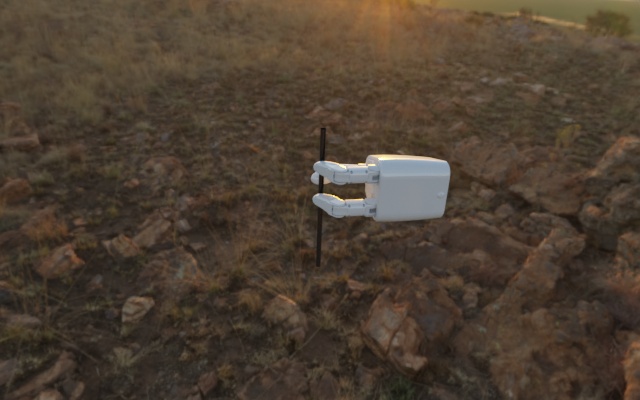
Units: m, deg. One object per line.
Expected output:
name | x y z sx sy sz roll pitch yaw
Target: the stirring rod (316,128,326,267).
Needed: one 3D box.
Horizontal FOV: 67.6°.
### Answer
stirring rod | 0.000 0.003 0.753 0.011 0.240 0.011 2 26 -1
